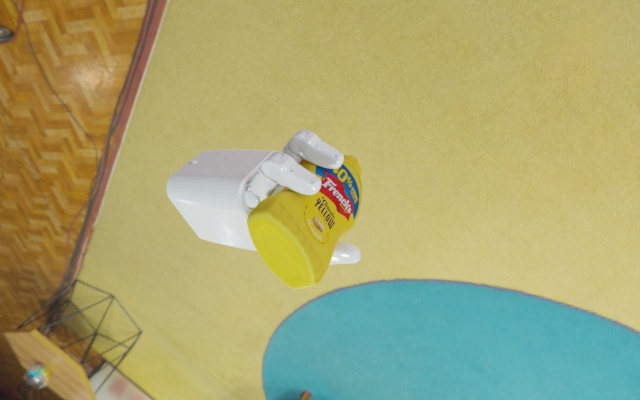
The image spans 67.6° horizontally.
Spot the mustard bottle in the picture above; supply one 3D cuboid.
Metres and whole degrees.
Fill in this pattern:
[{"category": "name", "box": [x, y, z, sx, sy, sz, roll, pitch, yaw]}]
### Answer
[{"category": "mustard bottle", "box": [0.000, 0.002, 0.530, 0.058, 0.096, 0.191, -19, 21, 37]}]
